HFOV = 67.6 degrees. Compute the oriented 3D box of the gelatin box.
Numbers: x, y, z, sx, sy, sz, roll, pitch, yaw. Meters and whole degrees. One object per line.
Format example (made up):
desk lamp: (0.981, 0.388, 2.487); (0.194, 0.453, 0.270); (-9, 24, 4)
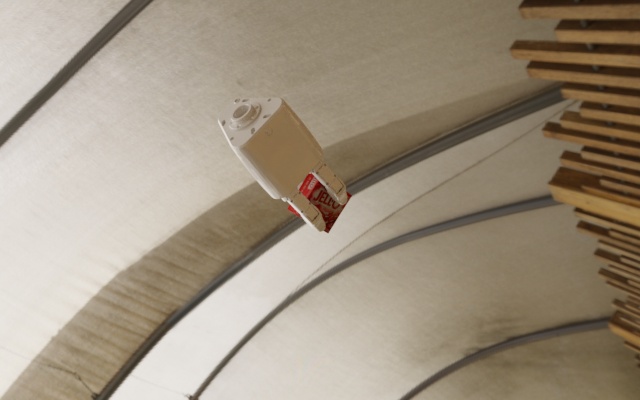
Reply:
gelatin box: (0.000, 0.002, 0.740); (0.030, 0.073, 0.089); (31, -2, 41)
